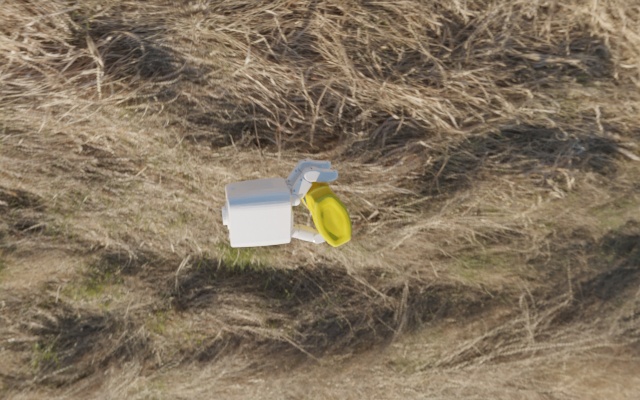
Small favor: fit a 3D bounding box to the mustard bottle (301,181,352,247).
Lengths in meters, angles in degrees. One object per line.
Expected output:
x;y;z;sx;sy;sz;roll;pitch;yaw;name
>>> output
0.001;0.003;0.857;0.058;0.096;0.191;-27;24;-3;mustard bottle
